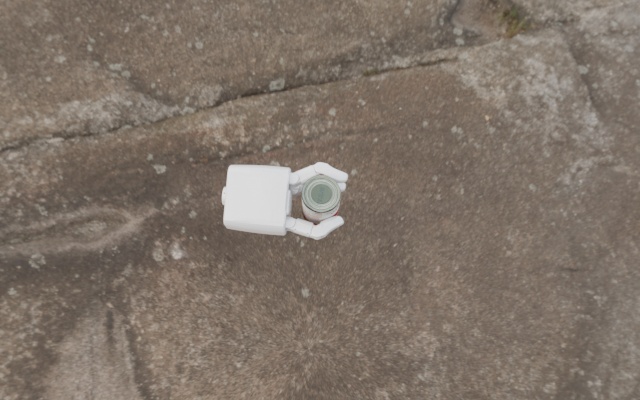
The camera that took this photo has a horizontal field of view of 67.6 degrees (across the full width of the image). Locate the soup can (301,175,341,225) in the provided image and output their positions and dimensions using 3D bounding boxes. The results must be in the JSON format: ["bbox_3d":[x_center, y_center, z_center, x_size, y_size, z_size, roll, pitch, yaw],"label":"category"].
[{"bbox_3d":[0.001,0.003,0.836,0.068,0.068,0.102,0,-17,-1],"label":"soup can"}]
